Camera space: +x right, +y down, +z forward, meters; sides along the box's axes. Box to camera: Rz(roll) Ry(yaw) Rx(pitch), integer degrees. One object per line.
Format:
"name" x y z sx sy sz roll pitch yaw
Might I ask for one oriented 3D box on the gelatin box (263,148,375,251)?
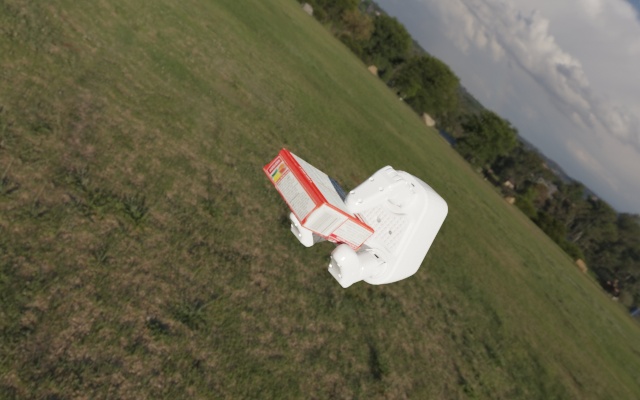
"gelatin box" 0.000 0.001 0.416 0.089 0.030 0.073 30 19 -52
